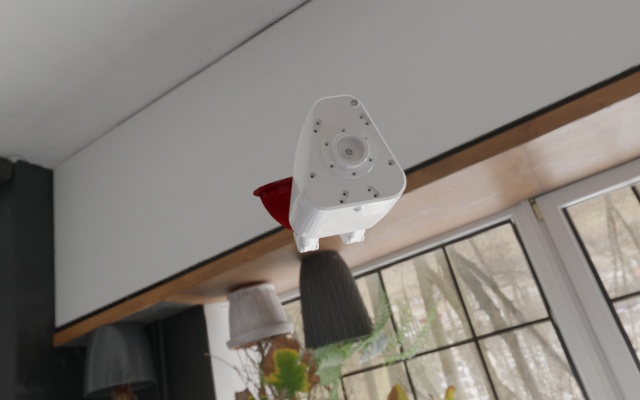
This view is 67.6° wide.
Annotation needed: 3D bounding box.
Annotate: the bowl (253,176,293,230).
[{"bbox_3d":[0.000,0.002,0.597,0.162,0.055,0.162,-11,-5,-1],"label":"bowl"}]
